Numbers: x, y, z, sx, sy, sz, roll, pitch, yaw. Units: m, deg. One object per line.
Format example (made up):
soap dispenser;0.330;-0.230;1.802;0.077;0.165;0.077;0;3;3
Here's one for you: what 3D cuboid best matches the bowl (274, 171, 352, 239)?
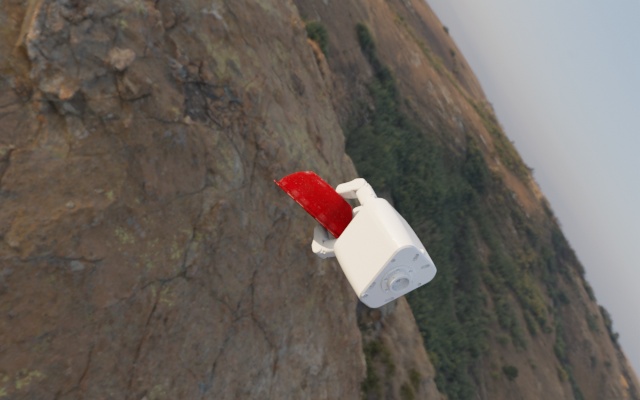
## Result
bowl;0.000;0.002;0.788;0.162;0.055;0.162;42;-2;2
